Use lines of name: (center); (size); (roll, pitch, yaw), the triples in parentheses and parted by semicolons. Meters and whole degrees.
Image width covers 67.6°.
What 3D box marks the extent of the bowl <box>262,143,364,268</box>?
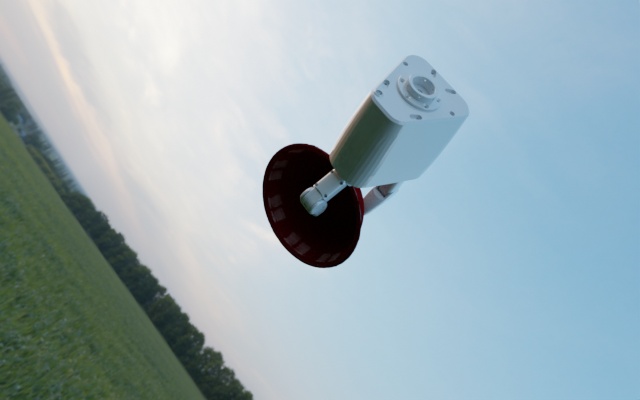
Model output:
bowl: (0.000, 0.002, 0.611); (0.162, 0.162, 0.055); (0, 16, 41)
